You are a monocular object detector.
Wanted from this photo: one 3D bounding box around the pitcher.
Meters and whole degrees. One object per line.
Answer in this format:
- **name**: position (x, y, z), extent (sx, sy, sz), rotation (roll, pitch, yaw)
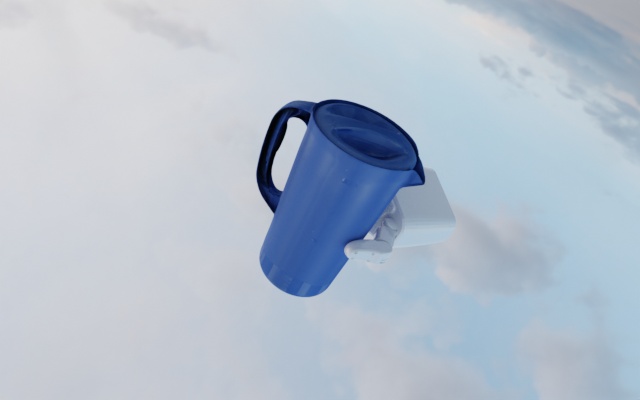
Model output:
- **pitcher**: position (0.000, 0.002, 0.595), extent (0.145, 0.243, 0.149), rotation (0, 43, -34)
